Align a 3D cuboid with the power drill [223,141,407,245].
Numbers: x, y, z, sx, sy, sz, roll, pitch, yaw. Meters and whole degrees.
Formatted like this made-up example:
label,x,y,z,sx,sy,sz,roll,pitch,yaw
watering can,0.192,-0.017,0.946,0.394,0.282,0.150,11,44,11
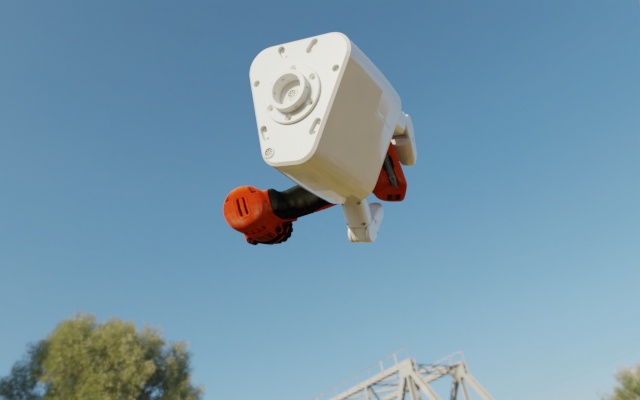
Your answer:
label,x,y,z,sx,sy,sz,roll,pitch,yaw
power drill,0.000,0.002,0.538,0.187,0.057,0.184,-20,-11,3
